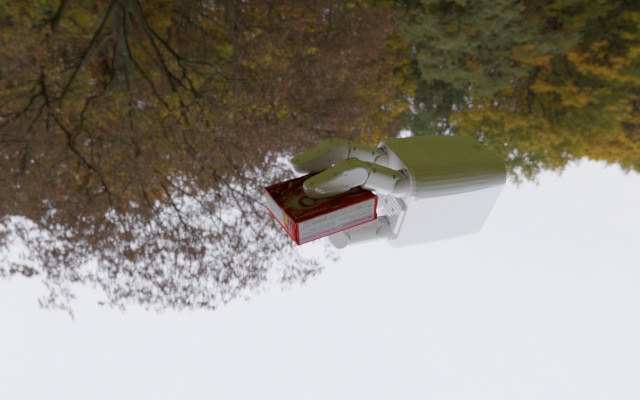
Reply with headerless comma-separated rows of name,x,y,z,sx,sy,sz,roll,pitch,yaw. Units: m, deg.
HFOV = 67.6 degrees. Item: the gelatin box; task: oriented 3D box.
gelatin box,0.000,0.002,0.464,0.089,0.030,0.073,-18,36,-22
